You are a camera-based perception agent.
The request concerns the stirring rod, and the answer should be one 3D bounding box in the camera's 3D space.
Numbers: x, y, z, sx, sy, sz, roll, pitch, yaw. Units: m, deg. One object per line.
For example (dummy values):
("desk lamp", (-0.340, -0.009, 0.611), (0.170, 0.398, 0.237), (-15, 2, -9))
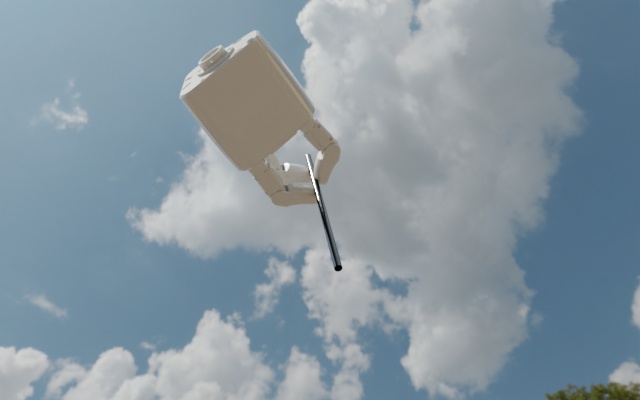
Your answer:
("stirring rod", (0.000, 0.002, 0.549), (0.011, 0.011, 0.239), (0, 31, -9))
